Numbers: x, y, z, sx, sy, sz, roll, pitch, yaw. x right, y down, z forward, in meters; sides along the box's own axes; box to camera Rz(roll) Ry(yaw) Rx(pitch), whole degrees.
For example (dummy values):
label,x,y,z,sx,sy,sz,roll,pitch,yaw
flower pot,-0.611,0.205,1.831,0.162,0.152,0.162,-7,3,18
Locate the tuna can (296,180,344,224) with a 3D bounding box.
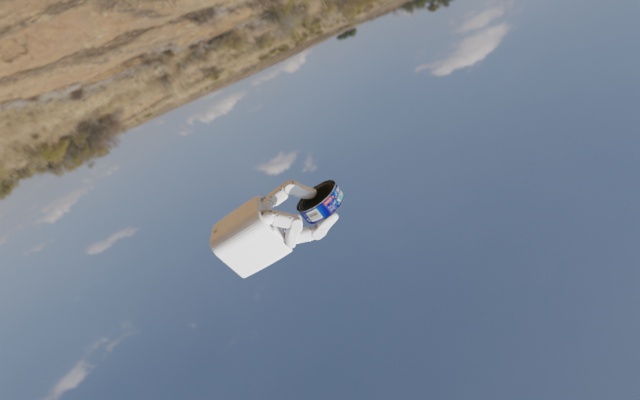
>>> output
label,x,y,z,sx,sy,sz,roll,pitch,yaw
tuna can,0.001,0.003,0.868,0.086,0.034,0.086,-32,22,14
